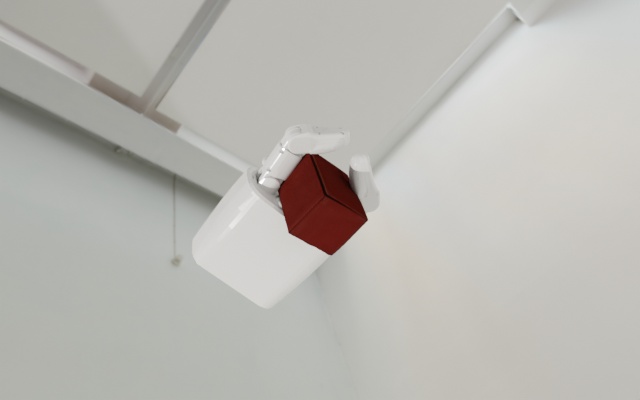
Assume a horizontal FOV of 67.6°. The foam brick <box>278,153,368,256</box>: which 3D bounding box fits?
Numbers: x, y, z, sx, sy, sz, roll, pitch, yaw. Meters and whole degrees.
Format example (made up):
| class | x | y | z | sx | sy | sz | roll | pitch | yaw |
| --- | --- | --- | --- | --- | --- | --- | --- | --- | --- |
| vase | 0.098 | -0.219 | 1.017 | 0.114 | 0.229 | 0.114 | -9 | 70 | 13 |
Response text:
| class | x | y | z | sx | sy | sz | roll | pitch | yaw |
| --- | --- | --- | --- | --- | --- | --- | --- | --- | --- |
| foam brick | 0.000 | 0.001 | 0.439 | 0.053 | 0.051 | 0.078 | 32 | 22 | -30 |
